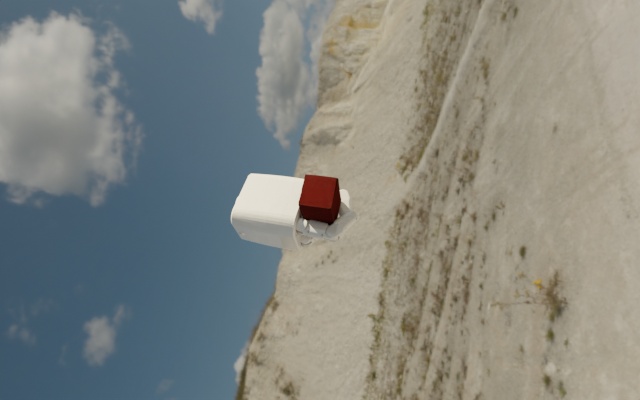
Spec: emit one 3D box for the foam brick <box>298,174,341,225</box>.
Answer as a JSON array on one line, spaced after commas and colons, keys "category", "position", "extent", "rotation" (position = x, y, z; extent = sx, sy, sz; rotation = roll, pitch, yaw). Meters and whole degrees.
[{"category": "foam brick", "position": [0.000, 0.002, 0.726], "extent": [0.051, 0.053, 0.078], "rotation": [9, -24, 10]}]
